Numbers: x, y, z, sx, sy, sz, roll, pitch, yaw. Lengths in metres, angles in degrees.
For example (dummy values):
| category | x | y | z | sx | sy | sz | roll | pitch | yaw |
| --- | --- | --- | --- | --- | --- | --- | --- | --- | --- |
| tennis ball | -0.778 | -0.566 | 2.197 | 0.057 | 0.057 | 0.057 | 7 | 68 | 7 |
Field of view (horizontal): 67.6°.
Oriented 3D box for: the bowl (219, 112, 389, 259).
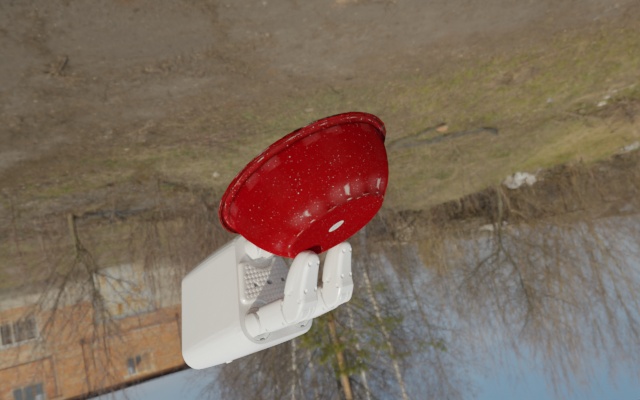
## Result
| category | x | y | z | sx | sy | sz | roll | pitch | yaw |
| --- | --- | --- | --- | --- | --- | --- | --- | --- | --- |
| bowl | 0.001 | 0.001 | 0.400 | 0.162 | 0.055 | 0.162 | -28 | -22 | -12 |
